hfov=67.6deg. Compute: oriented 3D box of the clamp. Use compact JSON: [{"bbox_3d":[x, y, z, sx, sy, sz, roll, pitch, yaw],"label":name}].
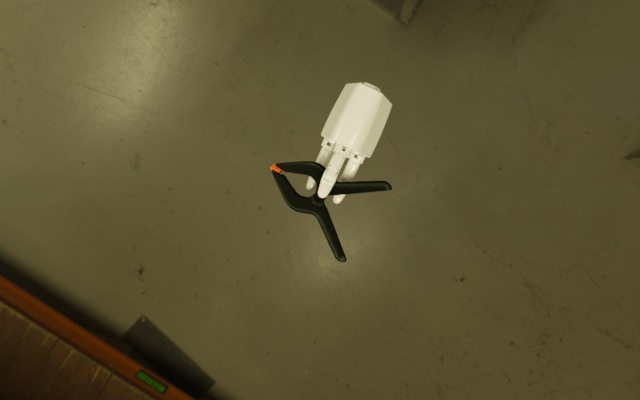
[{"bbox_3d":[0.000,0.002,0.851,0.210,0.164,0.036,25,4,1],"label":"clamp"}]
